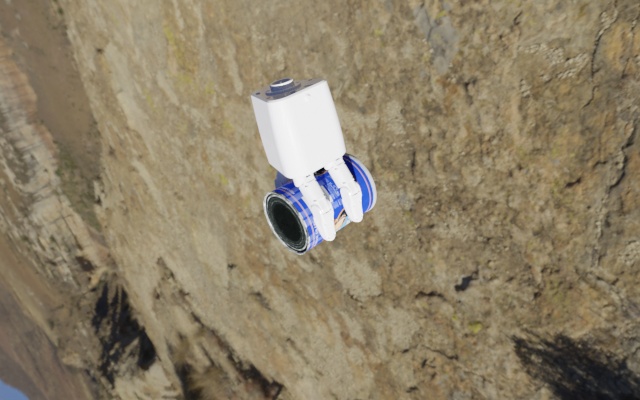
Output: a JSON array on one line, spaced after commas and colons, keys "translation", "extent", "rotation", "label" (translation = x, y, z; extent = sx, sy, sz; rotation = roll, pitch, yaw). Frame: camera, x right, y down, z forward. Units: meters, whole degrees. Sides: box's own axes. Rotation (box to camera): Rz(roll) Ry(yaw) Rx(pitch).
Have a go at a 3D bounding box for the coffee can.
[{"translation": [0.000, 0.002, 0.721], "extent": [0.140, 0.103, 0.103], "rotation": [-32, 17, -30], "label": "coffee can"}]
